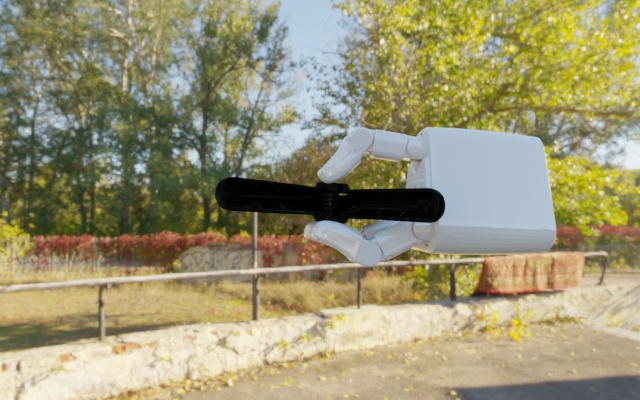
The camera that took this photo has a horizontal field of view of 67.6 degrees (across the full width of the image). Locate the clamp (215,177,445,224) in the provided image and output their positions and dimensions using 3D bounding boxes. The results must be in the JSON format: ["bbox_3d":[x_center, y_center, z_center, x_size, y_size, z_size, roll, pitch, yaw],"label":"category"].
[{"bbox_3d":[0.000,0.001,0.428,0.164,0.036,0.210,5,-2,-4],"label":"clamp"}]
